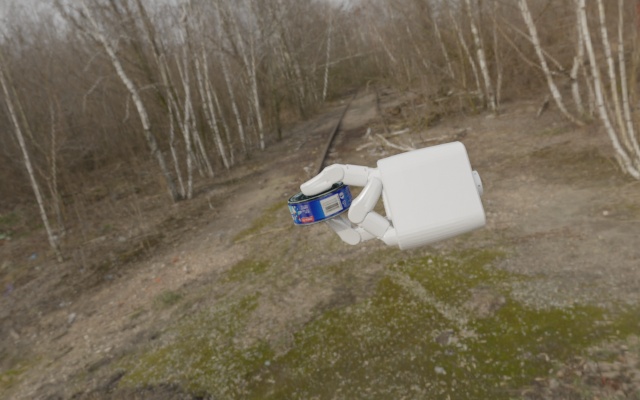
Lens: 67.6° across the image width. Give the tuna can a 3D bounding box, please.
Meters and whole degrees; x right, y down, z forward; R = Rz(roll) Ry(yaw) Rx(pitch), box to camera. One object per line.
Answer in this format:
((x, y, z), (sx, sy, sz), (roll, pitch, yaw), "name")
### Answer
((0.000, 0.002, 0.637), (0.086, 0.034, 0.086), (-19, 12, 4), "tuna can")
